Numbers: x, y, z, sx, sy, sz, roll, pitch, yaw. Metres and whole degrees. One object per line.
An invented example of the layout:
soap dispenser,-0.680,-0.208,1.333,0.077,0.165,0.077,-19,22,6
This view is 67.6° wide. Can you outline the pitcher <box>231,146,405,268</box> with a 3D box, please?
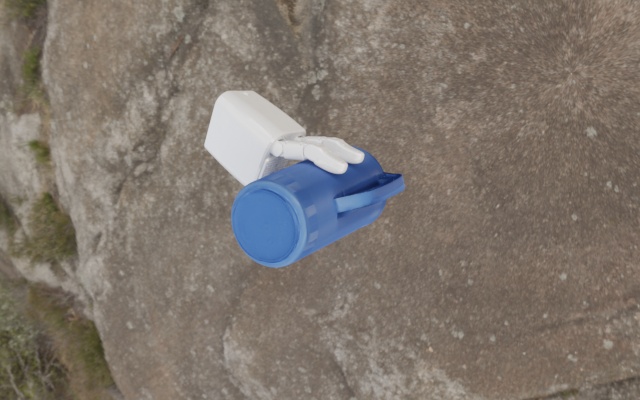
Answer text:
pitcher,0.000,0.002,0.653,0.145,0.149,0.243,40,28,14
